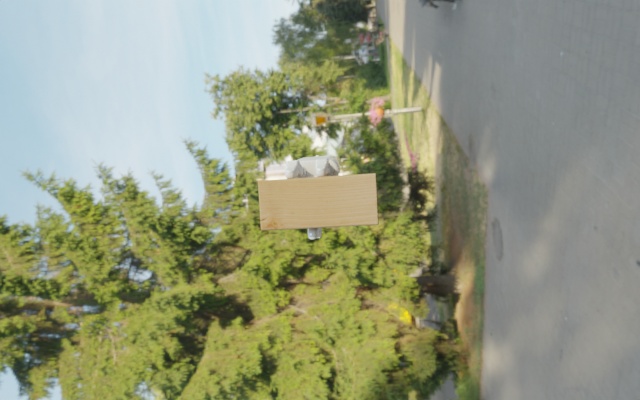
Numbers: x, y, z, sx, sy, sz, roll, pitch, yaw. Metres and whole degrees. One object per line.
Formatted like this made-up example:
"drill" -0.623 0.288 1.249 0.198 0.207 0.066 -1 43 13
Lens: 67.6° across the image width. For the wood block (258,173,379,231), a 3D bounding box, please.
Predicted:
"wood block" 0.000 0.003 0.867 0.206 0.091 0.090 -4 1 7
